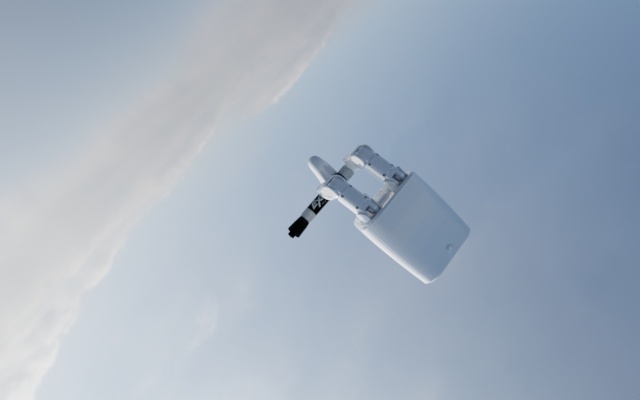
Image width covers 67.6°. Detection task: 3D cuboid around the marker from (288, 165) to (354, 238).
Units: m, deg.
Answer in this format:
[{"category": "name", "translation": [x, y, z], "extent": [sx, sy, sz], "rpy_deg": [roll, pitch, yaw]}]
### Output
[{"category": "marker", "translation": [0.000, 0.002, 0.625], "extent": [0.020, 0.121, 0.020], "rpy_deg": [37, -17, 13]}]
